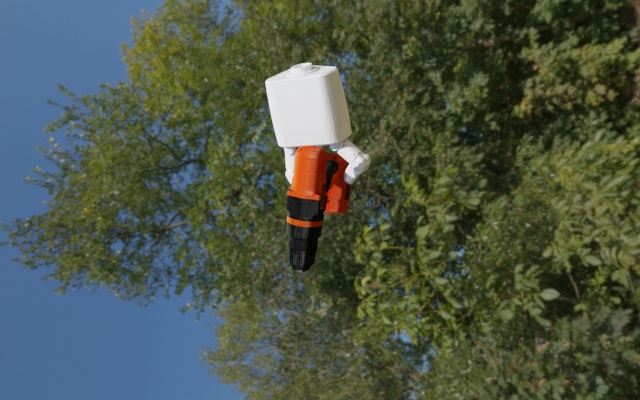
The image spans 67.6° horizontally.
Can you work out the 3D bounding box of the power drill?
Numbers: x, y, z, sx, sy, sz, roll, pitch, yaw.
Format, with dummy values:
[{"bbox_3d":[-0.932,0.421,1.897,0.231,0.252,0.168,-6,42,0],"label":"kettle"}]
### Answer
[{"bbox_3d":[0.000,0.002,0.747,0.057,0.184,0.187,11,13,14],"label":"power drill"}]
